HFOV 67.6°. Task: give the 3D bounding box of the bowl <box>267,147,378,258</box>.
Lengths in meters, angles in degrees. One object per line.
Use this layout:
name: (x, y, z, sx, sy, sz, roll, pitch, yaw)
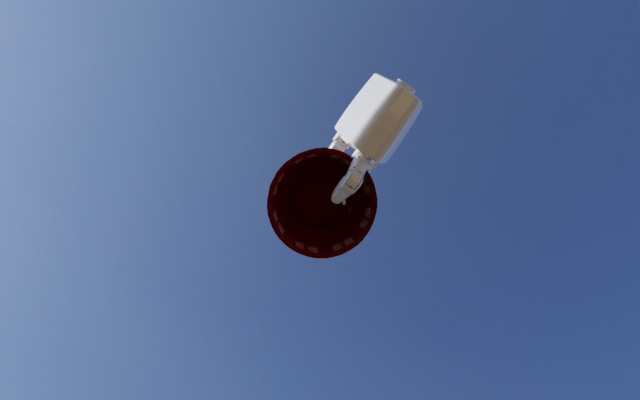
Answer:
bowl: (-0.001, 0.003, 0.715, 0.162, 0.162, 0.055, 0, 6, -9)
